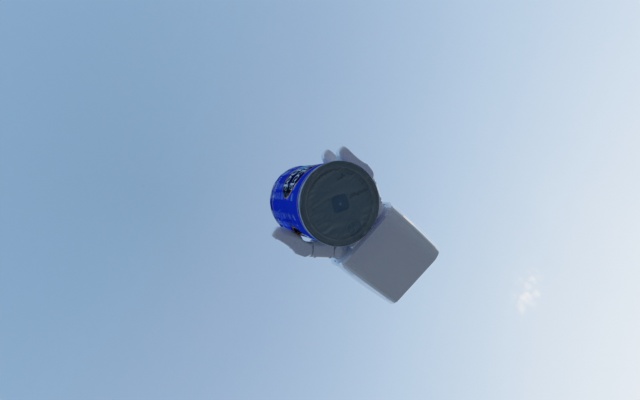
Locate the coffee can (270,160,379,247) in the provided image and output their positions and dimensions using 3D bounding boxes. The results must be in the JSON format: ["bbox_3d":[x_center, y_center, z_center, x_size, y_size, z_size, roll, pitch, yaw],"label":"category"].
[{"bbox_3d":[0.000,0.002,0.628,0.103,0.103,0.140,0,2,-20],"label":"coffee can"}]
